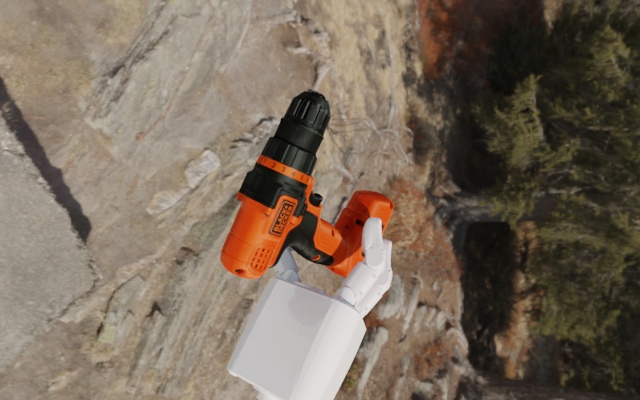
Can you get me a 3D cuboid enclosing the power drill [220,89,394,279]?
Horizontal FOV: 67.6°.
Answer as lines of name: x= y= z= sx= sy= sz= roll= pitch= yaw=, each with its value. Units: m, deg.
power drill: x=0.000 y=0.002 z=0.494 sx=0.057 sy=0.184 sz=0.188 roll=27 pitch=3 yaw=42
